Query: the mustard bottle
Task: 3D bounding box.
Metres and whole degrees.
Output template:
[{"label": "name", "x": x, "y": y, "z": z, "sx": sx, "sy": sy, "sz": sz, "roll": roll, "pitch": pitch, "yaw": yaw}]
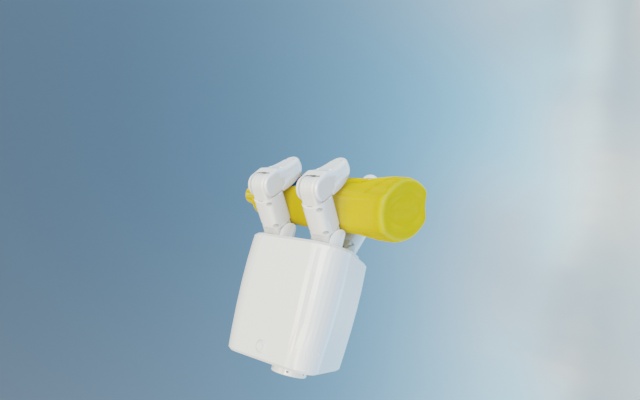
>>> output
[{"label": "mustard bottle", "x": 0.000, "y": 0.001, "z": 0.475, "sx": 0.191, "sy": 0.058, "sz": 0.096, "roll": 5, "pitch": 9, "yaw": 35}]
